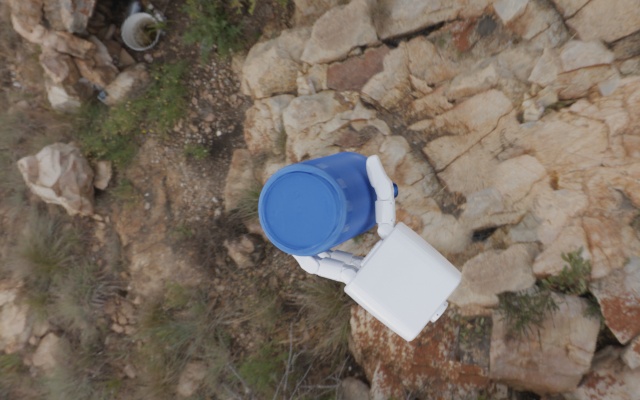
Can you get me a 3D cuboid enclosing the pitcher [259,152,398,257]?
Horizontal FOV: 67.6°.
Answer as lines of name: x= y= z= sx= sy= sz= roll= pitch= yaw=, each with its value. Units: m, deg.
pitcher: x=0.000 y=0.002 z=0.653 sx=0.145 sy=0.149 sz=0.243 roll=42 pitch=15 yaw=9
